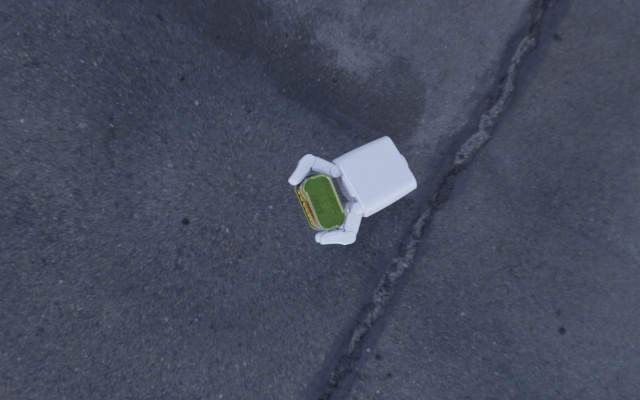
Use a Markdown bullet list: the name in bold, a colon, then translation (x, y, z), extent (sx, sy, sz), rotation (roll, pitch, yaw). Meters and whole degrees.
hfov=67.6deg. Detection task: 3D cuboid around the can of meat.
- **can of meat**: translation (0.000, 0.003, 0.830), extent (0.057, 0.102, 0.084), rotation (-23, 5, -9)
